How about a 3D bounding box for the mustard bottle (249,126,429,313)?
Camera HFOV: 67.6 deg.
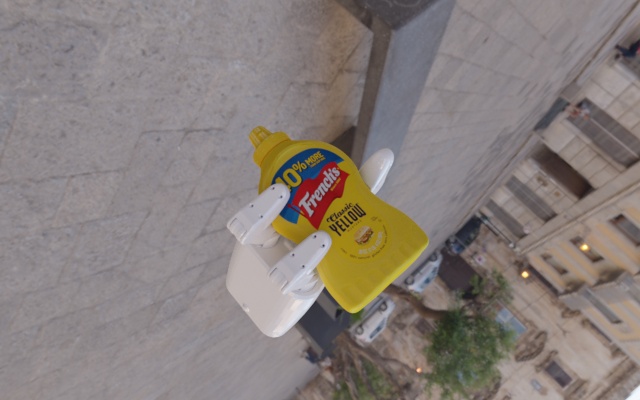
[{"bbox_3d":[0.000,0.001,0.439,0.096,0.191,0.058,-39,-16,-15],"label":"mustard bottle"}]
